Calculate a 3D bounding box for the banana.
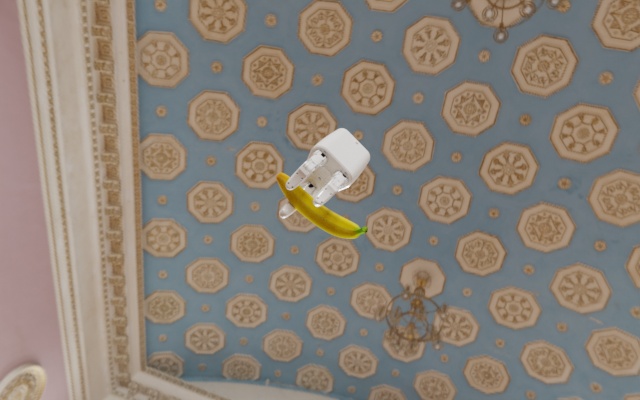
[{"bbox_3d":[0.000,0.017,0.865,0.197,0.070,0.037,31,48,17],"label":"banana"}]
